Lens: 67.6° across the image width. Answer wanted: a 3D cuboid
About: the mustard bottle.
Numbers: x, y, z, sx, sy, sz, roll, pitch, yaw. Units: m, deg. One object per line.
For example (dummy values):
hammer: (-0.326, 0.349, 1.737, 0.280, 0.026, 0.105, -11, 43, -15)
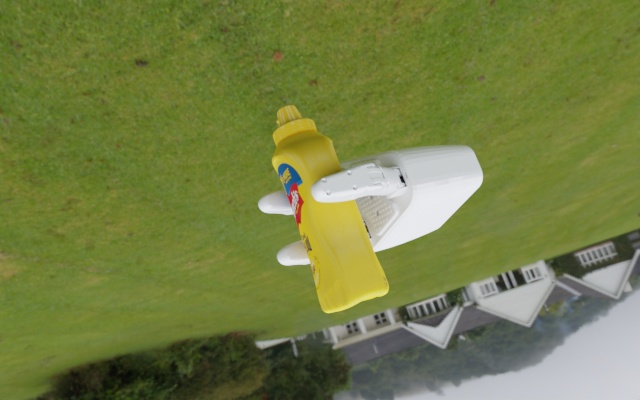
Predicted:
mustard bottle: (0.000, 0.002, 0.432, 0.058, 0.191, 0.096, -17, -12, -11)
